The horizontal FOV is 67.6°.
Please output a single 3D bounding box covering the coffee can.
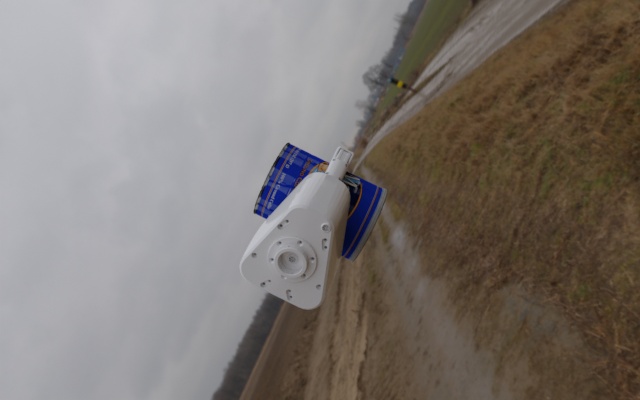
[{"bbox_3d":[0.000,0.002,0.611,0.140,0.103,0.103,26,0,0],"label":"coffee can"}]
